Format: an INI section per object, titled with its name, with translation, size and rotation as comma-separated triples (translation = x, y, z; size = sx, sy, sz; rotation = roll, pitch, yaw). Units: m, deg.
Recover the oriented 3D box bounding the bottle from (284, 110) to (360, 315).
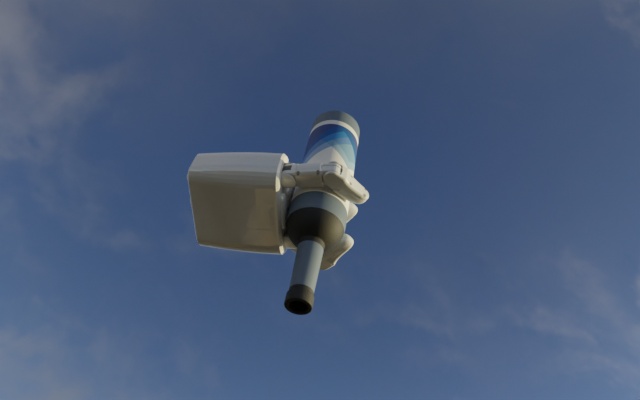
[bottle]
translation = 0.000, 0.002, 0.557
size = 0.069, 0.069, 0.295
rotation = 0, 42, 11
